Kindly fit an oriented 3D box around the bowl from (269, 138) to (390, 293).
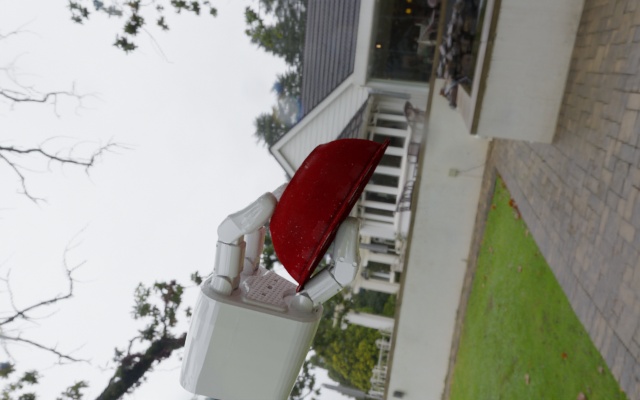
[{"bbox_3d":[0.000,0.000,0.438,0.055,0.162,0.162,32,3,5],"label":"bowl"}]
